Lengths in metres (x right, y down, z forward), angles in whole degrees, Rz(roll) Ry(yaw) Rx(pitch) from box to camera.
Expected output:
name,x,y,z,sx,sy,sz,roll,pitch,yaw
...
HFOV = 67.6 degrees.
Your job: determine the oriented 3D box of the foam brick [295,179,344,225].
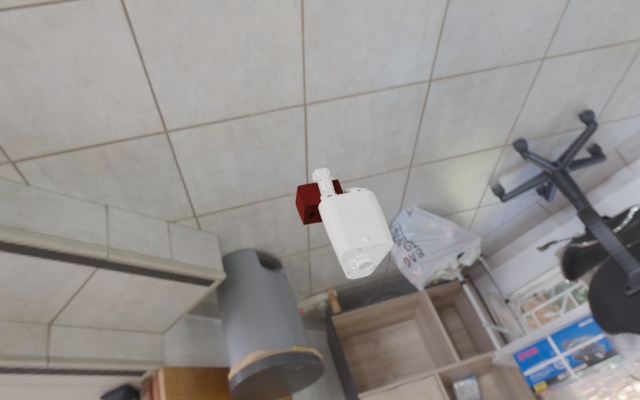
name,x,y,z,sx,sy,sz,roll,pitch,yaw
foam brick,0.000,0.003,0.840,0.078,0.051,0.053,-10,-37,-13
